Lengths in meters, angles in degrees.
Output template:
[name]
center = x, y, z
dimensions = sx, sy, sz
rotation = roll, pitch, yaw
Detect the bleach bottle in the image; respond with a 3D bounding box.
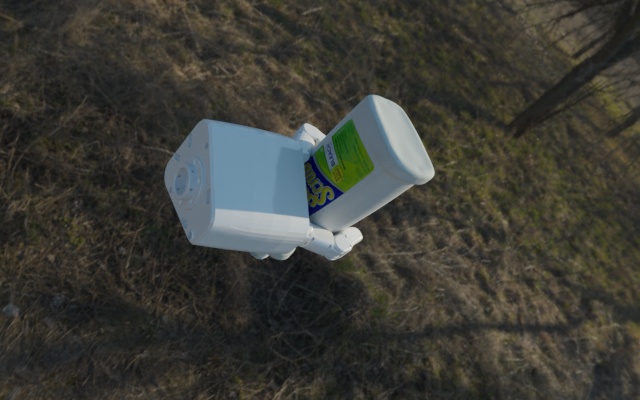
[bleach bottle]
center = 0.000, 0.002, 0.527
dimensions = 0.068, 0.102, 0.251
rotation = 10, -39, -42
